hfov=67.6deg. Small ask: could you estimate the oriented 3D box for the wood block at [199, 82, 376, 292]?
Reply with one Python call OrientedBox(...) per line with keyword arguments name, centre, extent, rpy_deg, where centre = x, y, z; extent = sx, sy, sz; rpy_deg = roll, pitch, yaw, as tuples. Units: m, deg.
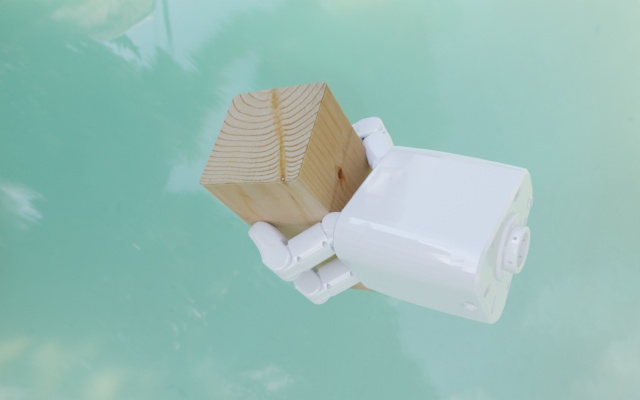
OrientedBox(name="wood block", centre=(0.000, 0.001, 0.432), extent=(0.090, 0.090, 0.206), rpy_deg=(-1, -31, 29))
